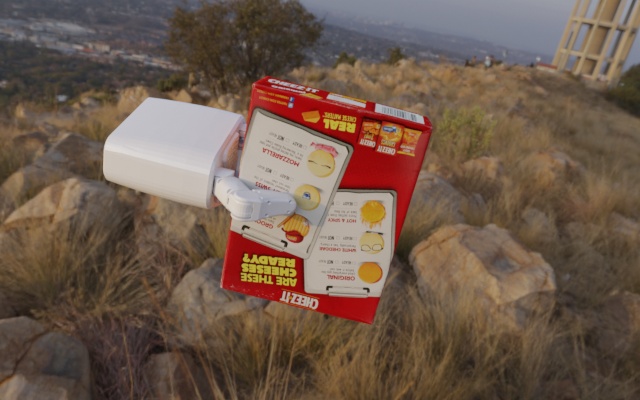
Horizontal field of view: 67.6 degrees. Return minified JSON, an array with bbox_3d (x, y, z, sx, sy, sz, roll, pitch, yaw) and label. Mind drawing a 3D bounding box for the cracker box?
[{"bbox_3d":[0.000,0.001,0.478,0.164,0.214,0.072,14,22,2],"label":"cracker box"}]
